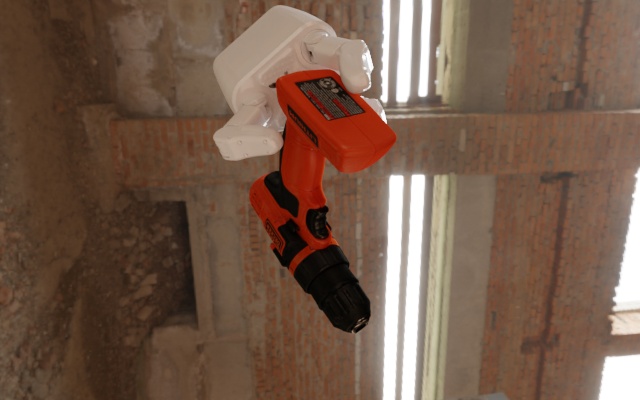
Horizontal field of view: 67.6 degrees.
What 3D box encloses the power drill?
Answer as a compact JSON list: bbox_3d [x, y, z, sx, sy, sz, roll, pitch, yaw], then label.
[{"bbox_3d":[0.000,0.001,0.408,0.057,0.184,0.188,-19,-35,-31],"label":"power drill"}]
